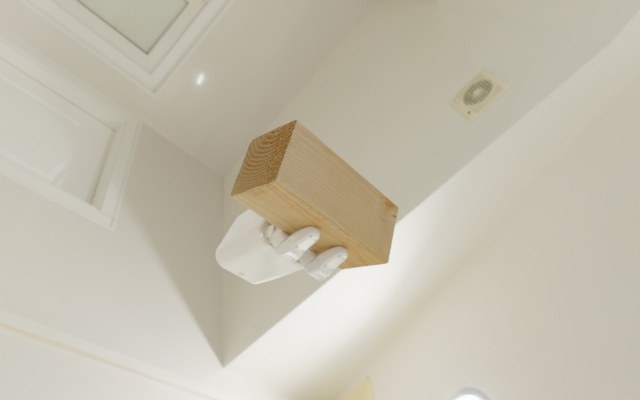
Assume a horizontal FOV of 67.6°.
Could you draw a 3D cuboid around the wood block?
[{"bbox_3d":[0.000,0.002,0.620,0.090,0.090,0.206,-16,-42,42],"label":"wood block"}]
